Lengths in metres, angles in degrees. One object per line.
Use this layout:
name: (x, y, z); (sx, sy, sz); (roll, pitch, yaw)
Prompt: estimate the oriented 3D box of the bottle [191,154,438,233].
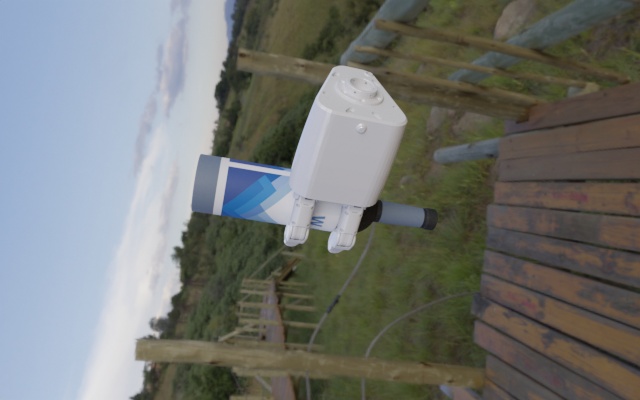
bottle: (0.000, 0.002, 0.575); (0.296, 0.069, 0.069); (9, -2, -11)
